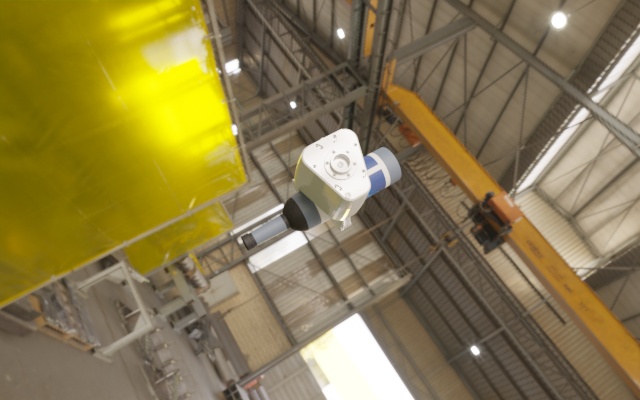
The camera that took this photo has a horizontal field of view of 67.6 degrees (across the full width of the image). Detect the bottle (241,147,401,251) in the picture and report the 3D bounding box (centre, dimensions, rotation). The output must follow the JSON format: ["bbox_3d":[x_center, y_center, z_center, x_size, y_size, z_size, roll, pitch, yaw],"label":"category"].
[{"bbox_3d":[0.000,0.003,0.820,0.295,0.069,0.069,-29,8,-14],"label":"bottle"}]
